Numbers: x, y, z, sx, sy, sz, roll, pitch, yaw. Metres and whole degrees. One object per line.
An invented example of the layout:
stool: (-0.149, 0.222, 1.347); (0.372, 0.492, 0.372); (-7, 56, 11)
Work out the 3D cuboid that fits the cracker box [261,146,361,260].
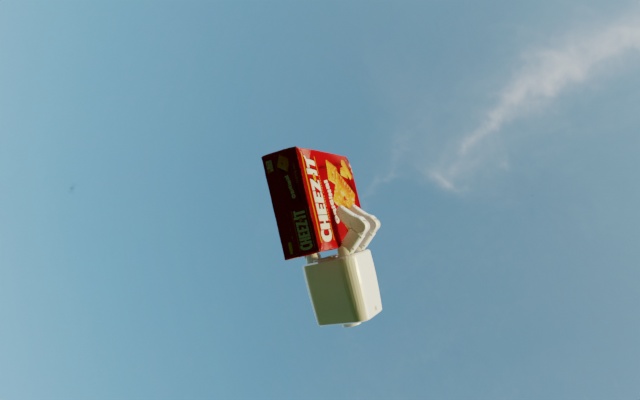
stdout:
cracker box: (0.000, 0.003, 0.801); (0.072, 0.164, 0.213); (-16, -6, 23)
